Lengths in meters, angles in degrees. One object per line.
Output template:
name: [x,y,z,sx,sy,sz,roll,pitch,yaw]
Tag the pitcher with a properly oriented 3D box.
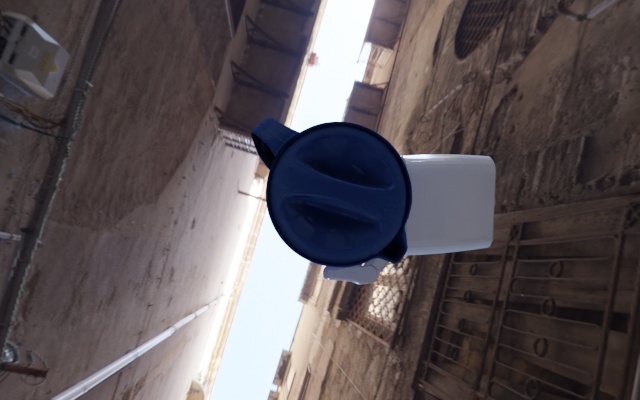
pitcher: [0.000,0.002,0.540,0.145,0.149,0.243,-2,-8,-6]
